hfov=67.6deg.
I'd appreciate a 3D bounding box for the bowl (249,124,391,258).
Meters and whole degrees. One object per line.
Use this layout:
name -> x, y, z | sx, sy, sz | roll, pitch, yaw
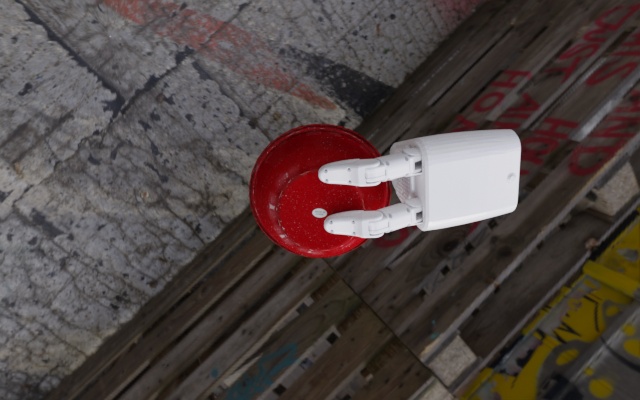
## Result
bowl -> -0.001, 0.002, 0.517 | 0.162, 0.162, 0.055 | 0, 21, -1
